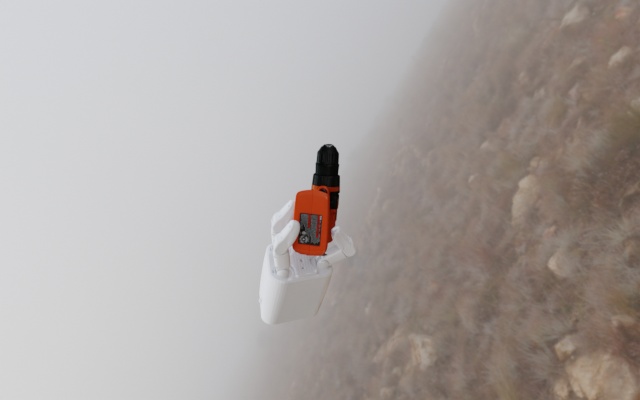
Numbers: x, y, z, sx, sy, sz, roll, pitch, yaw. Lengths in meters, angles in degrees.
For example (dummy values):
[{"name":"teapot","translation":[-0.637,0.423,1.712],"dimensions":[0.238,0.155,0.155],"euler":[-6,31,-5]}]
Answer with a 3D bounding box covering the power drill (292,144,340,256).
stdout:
[{"name":"power drill","translation":[0.000,0.003,0.806],"dimensions":[0.057,0.184,0.187],"euler":[4,12,9]}]
